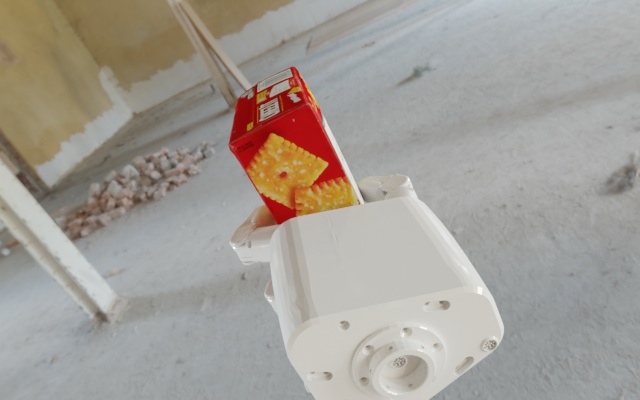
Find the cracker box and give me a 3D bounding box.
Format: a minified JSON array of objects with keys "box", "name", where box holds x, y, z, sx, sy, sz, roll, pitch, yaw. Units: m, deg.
[{"box":[0.000,0.001,0.430,0.072,0.214,0.164,-26,25,4],"name":"cracker box"}]
